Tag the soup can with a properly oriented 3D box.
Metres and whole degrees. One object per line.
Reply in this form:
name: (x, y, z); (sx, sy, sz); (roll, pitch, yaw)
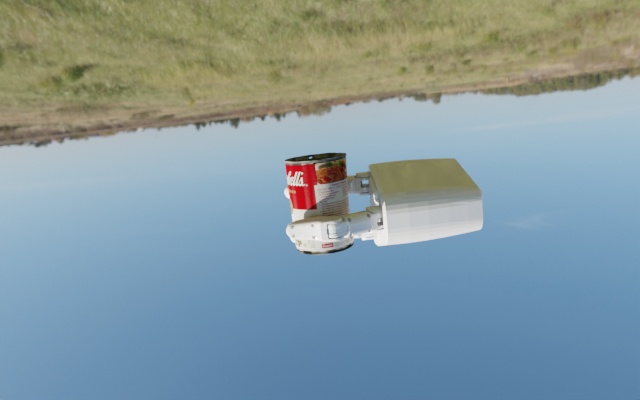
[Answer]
soup can: (0.000, 0.002, 0.529); (0.068, 0.102, 0.068); (-6, 11, 1)
